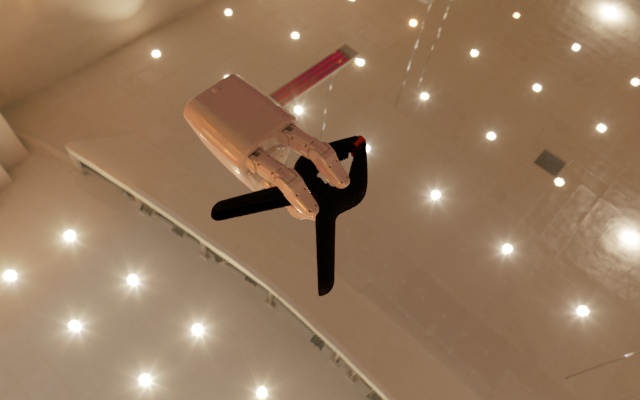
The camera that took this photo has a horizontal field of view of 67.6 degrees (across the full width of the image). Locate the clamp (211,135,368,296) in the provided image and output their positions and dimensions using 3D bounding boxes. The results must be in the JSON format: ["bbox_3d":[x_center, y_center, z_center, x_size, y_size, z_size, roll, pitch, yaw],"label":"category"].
[{"bbox_3d":[0.000,0.002,0.572,0.210,0.164,0.036,-42,-17,-26],"label":"clamp"}]
